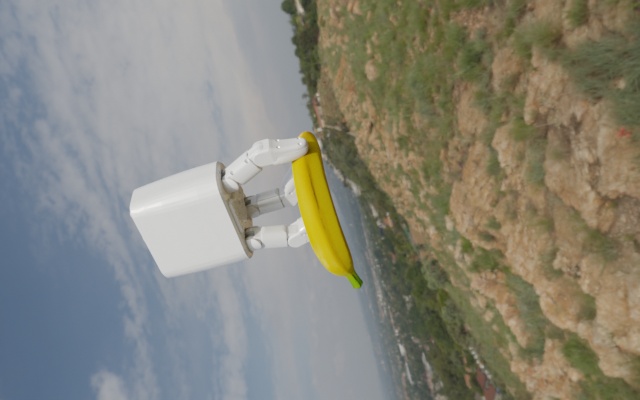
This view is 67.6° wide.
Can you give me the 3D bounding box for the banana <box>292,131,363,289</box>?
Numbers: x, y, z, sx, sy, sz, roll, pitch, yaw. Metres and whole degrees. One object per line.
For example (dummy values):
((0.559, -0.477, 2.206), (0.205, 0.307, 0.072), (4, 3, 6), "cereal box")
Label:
((-0.003, -0.001, 0.514), (0.037, 0.197, 0.070), (-19, -23, 7), "banana")
